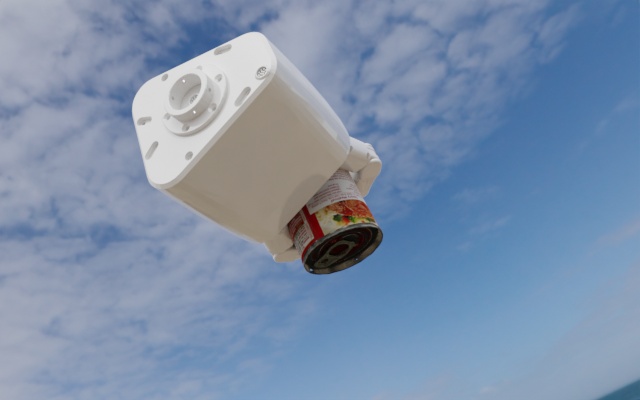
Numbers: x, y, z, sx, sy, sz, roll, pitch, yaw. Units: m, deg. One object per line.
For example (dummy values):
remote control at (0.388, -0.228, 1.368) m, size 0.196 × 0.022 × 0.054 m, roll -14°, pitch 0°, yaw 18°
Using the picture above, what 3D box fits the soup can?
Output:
soup can at (0.000, 0.001, 0.401) m, size 0.068 × 0.102 × 0.069 m, roll -18°, pitch -32°, yaw -12°
